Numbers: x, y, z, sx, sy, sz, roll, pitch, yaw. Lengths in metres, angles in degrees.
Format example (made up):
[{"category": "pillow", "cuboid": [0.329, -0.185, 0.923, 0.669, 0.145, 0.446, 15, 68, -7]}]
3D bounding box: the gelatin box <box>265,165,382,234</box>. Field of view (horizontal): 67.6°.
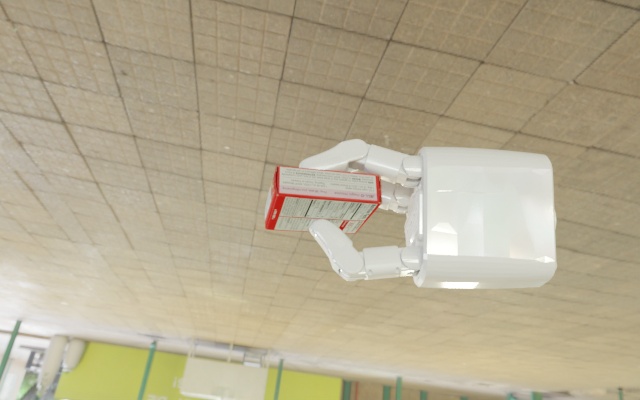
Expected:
[{"category": "gelatin box", "cuboid": [0.000, 0.002, 0.412, 0.089, 0.030, 0.073, 4, -25, -12]}]
